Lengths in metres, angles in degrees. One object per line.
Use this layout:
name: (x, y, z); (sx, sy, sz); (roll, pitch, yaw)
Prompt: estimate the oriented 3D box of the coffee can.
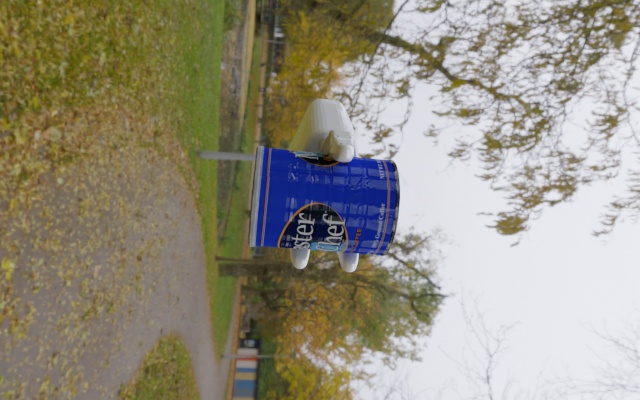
coffee can: (0.000, 0.002, 0.494); (0.140, 0.103, 0.103); (5, -1, -7)
